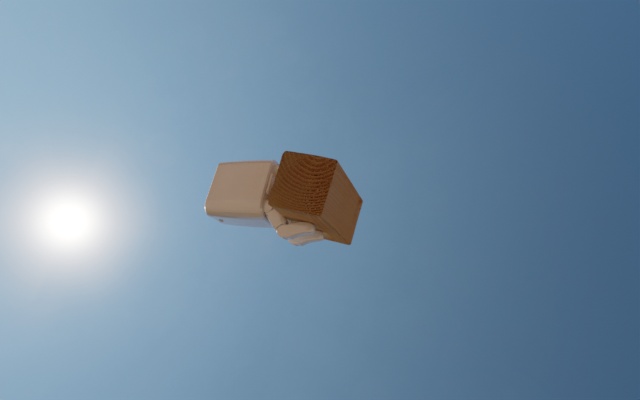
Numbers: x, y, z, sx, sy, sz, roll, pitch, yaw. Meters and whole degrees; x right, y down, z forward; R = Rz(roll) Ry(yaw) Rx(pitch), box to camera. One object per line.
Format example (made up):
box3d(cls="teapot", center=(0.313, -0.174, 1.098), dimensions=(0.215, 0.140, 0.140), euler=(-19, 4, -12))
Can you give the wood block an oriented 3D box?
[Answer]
box3d(cls="wood block", center=(0.000, 0.002, 0.794), dimensions=(0.090, 0.091, 0.206), euler=(12, -13, 19))
